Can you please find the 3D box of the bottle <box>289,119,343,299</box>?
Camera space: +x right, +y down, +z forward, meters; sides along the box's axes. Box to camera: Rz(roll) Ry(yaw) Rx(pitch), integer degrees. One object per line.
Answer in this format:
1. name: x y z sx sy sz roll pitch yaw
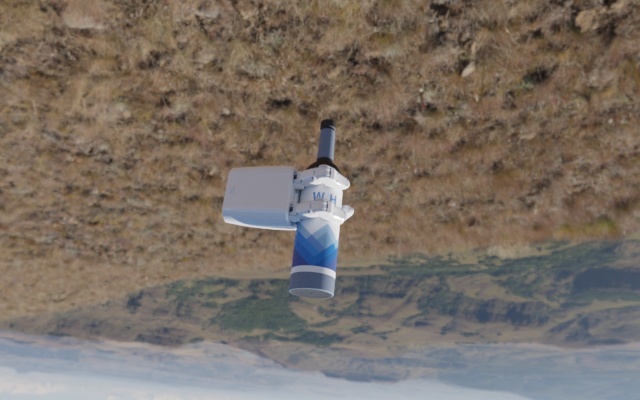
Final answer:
1. bottle: 0.000 0.003 0.759 0.069 0.295 0.069 5 -23 2
